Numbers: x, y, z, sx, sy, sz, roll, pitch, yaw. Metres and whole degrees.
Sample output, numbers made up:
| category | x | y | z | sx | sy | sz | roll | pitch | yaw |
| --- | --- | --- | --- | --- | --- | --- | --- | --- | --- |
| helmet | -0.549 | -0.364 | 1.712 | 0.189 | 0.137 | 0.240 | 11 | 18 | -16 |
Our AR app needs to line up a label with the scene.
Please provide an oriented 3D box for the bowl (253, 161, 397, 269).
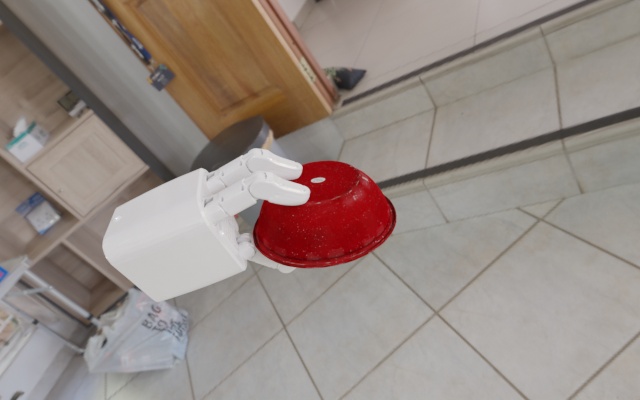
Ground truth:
| category | x | y | z | sx | sy | sz | roll | pitch | yaw |
| --- | --- | --- | --- | --- | --- | --- | --- | --- | --- |
| bowl | 0.001 | 0.001 | 0.519 | 0.162 | 0.055 | 0.162 | -7 | 31 | 4 |
